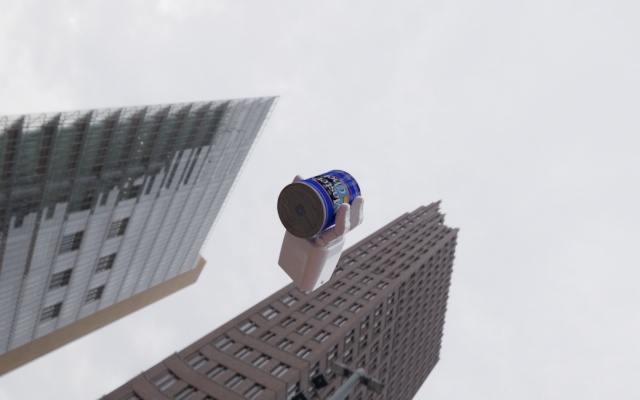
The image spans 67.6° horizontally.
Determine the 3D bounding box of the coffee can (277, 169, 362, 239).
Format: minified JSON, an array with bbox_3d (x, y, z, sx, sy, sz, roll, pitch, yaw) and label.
[{"bbox_3d":[0.000,0.003,0.899,0.103,0.103,0.140,0,13,33],"label":"coffee can"}]
